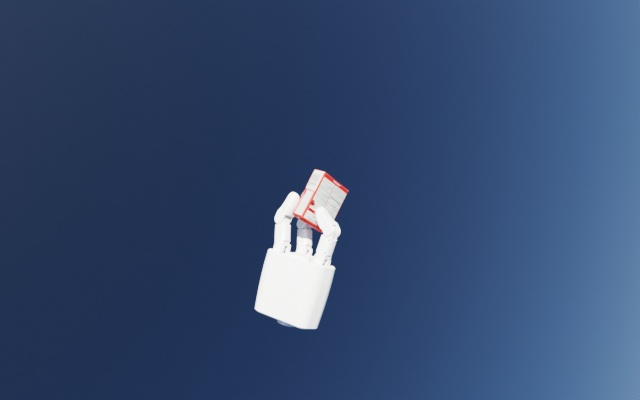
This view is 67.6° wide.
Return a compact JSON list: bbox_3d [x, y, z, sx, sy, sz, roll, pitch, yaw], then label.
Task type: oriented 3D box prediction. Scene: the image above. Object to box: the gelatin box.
[{"bbox_3d":[0.001,0.002,0.818,0.030,0.089,0.073,19,-11,45],"label":"gelatin box"}]
